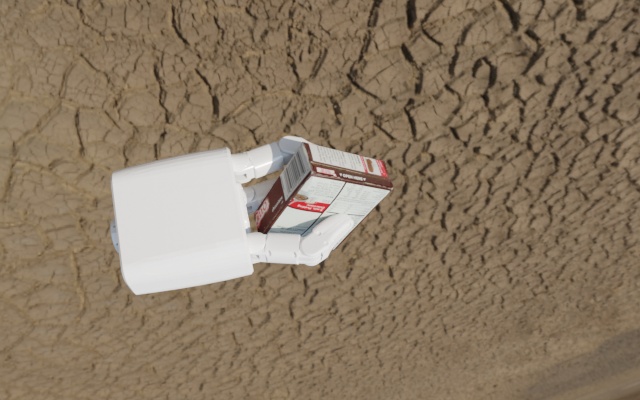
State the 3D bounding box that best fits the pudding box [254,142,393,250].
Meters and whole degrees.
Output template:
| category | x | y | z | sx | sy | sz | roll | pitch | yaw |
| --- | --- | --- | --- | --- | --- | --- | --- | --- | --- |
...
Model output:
| category | x | y | z | sx | sy | sz | roll | pitch | yaw |
| --- | --- | --- | --- | --- | --- | --- | --- | --- | --- |
| pudding box | 0.000 | 0.002 | 0.454 | 0.090 | 0.039 | 0.113 | 9 | -39 | -30 |
